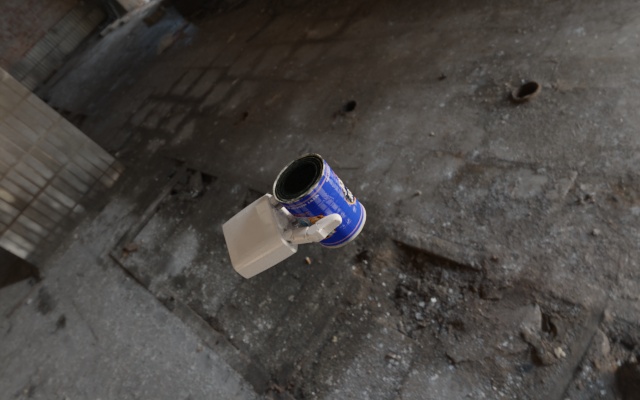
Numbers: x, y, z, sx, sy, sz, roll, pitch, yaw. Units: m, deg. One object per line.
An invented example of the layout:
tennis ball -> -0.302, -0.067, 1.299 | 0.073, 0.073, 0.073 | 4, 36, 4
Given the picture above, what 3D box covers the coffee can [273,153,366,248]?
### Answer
coffee can -> 0.000, 0.003, 0.822 | 0.103, 0.102, 0.140 | 0, -36, 41
